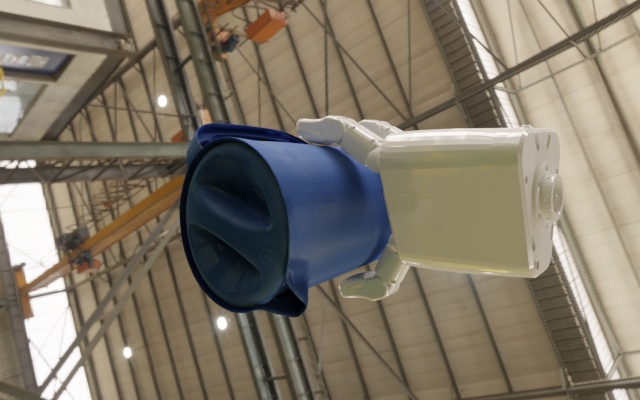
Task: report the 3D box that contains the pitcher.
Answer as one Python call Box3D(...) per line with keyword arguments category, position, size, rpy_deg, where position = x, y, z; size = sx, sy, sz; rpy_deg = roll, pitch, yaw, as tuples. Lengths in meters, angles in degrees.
Box3D(category="pitcher", position=(0.000, 0.002, 0.447), size=(0.145, 0.149, 0.243), rpy_deg=(3, 7, 41))
